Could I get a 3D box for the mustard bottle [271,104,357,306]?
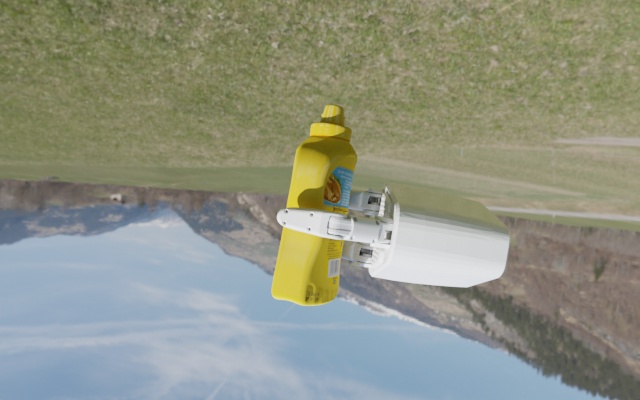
[{"bbox_3d":[0.000,0.002,0.471,0.058,0.191,0.096,9,0,22],"label":"mustard bottle"}]
